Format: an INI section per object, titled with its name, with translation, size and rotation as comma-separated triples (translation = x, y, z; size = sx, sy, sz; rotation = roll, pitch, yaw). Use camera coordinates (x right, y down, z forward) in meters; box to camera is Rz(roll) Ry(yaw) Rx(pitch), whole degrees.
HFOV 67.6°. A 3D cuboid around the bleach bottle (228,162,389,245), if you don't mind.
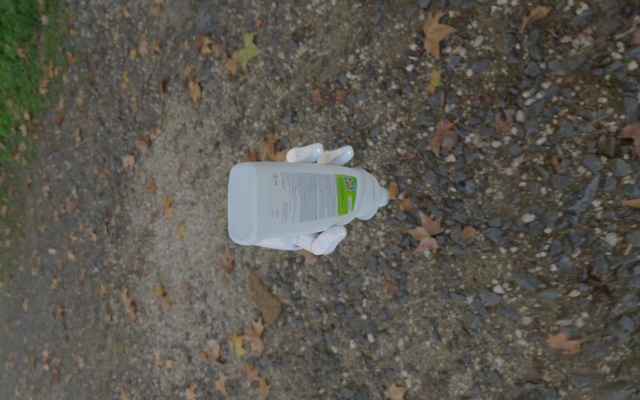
[bleach bottle]
translation = 0.000, 0.002, 0.644
size = 0.251, 0.102, 0.068
rotation = 0, 0, -41
